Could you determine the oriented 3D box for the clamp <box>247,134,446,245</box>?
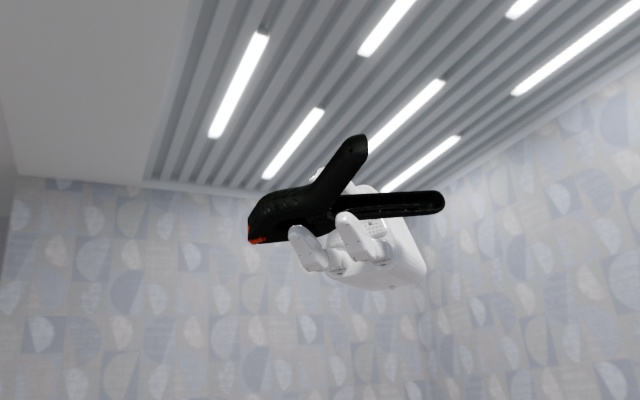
[{"bbox_3d":[0.000,0.001,0.476,0.210,0.036,0.165,-16,-28,25],"label":"clamp"}]
